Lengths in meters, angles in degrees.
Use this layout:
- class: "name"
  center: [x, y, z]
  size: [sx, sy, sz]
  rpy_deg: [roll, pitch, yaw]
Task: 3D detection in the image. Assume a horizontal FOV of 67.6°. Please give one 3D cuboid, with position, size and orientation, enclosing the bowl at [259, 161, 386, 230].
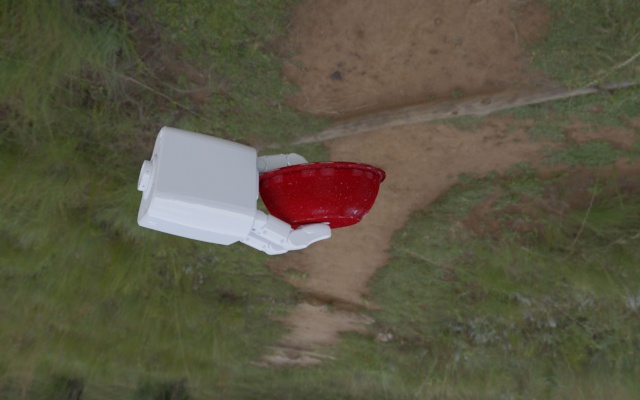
- class: "bowl"
  center: [0.001, 0.002, 0.572]
  size: [0.162, 0.055, 0.162]
  rpy_deg: [-4, -12, -1]
